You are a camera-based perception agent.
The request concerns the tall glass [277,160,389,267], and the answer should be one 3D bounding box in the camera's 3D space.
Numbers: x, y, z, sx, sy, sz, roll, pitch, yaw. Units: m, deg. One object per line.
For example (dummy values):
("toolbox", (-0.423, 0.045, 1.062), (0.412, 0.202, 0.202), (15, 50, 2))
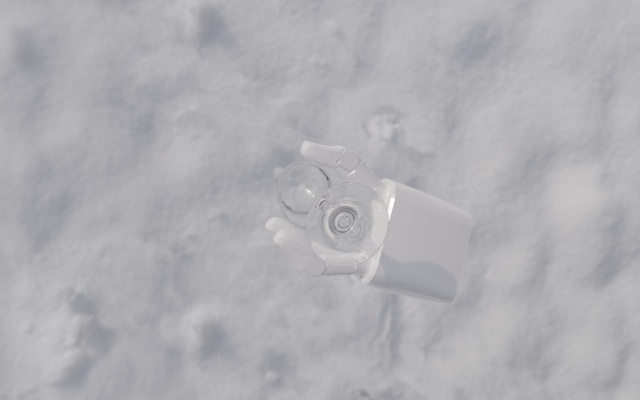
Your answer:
("tall glass", (0.000, 0.002, 0.500), (0.079, 0.079, 0.201), (0, 12, -15))
